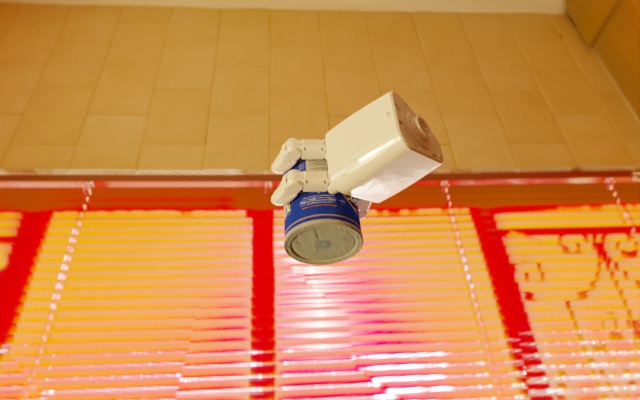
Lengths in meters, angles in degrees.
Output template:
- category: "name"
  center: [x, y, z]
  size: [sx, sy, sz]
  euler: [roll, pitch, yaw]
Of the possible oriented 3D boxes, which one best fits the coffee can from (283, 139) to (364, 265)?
- category: "coffee can"
  center: [0.000, 0.002, 0.652]
  size: [0.103, 0.140, 0.103]
  euler: [-3, -37, -2]
